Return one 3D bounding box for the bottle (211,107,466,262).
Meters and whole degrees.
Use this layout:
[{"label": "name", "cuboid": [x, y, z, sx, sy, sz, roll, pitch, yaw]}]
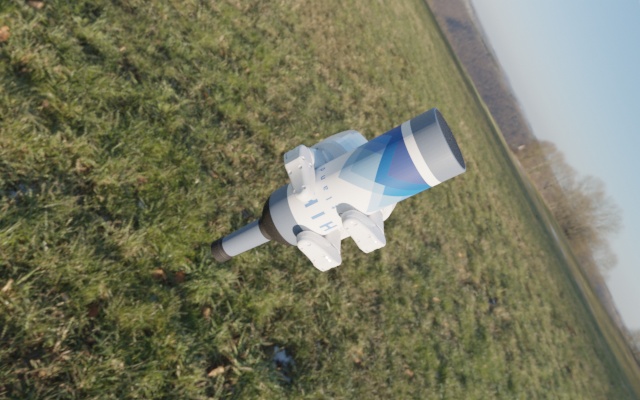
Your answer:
[{"label": "bottle", "cuboid": [0.000, 0.002, 0.504, 0.296, 0.069, 0.069, -26, -11, 24]}]
